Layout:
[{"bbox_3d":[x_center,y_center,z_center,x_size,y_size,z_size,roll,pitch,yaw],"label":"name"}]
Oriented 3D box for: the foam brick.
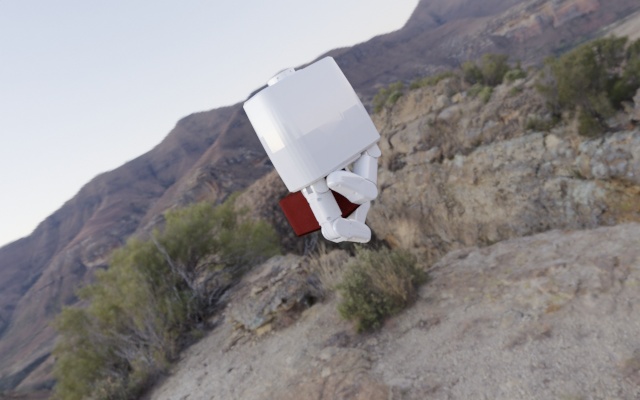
[{"bbox_3d":[0.000,0.002,0.560,0.078,0.051,0.053,-23,12,46],"label":"foam brick"}]
